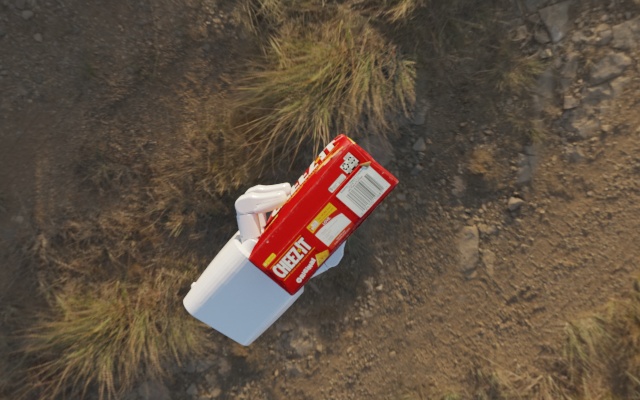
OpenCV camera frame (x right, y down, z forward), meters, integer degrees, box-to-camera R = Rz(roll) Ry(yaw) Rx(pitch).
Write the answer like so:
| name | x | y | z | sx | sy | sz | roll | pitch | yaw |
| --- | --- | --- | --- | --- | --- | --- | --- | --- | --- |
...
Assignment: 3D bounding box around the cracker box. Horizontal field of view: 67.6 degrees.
| name | x | y | z | sx | sy | sz | roll | pitch | yaw |
| --- | --- | --- | --- | --- | --- | --- | --- | --- | --- |
| cracker box | 0.000 | 0.002 | 0.582 | 0.072 | 0.164 | 0.213 | 41 | 8 | -7 |
